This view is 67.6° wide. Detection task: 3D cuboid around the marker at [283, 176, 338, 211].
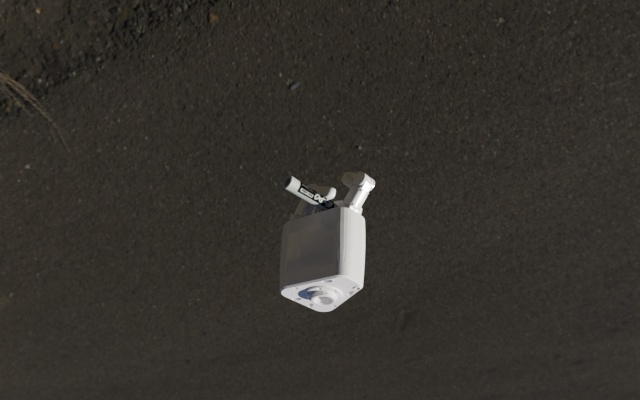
[{"bbox_3d":[0.000,0.002,0.657,0.121,0.020,0.020,31,-18,-32],"label":"marker"}]
